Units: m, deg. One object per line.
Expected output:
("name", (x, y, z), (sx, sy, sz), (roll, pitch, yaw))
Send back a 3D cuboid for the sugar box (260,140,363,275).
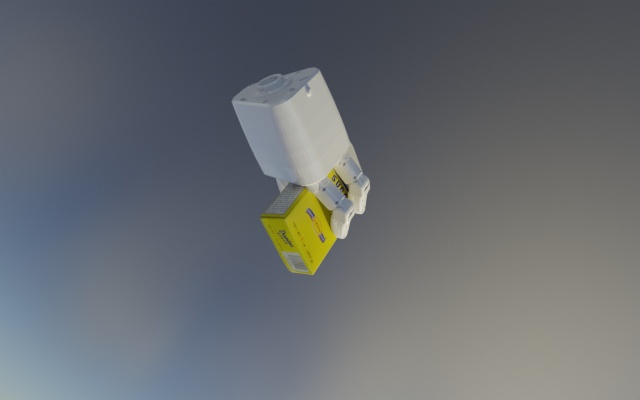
("sugar box", (0.000, 0.002, 0.622), (0.048, 0.093, 0.176), (2, 40, 37))
